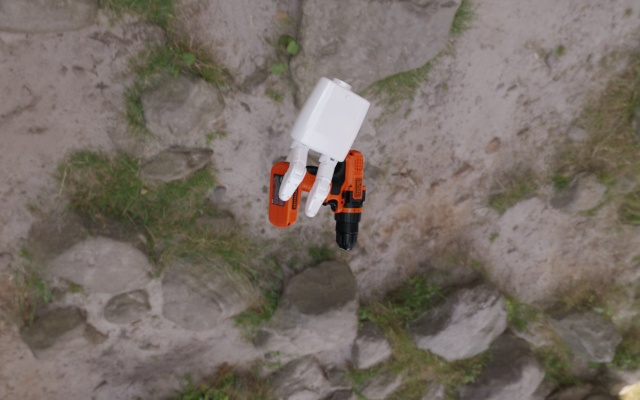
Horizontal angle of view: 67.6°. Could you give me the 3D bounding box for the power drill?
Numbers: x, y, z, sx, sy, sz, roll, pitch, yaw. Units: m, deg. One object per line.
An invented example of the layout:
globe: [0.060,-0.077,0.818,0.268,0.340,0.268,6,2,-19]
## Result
power drill: [0.000,0.002,0.826,0.187,0.184,0.057,-3,8,-43]
